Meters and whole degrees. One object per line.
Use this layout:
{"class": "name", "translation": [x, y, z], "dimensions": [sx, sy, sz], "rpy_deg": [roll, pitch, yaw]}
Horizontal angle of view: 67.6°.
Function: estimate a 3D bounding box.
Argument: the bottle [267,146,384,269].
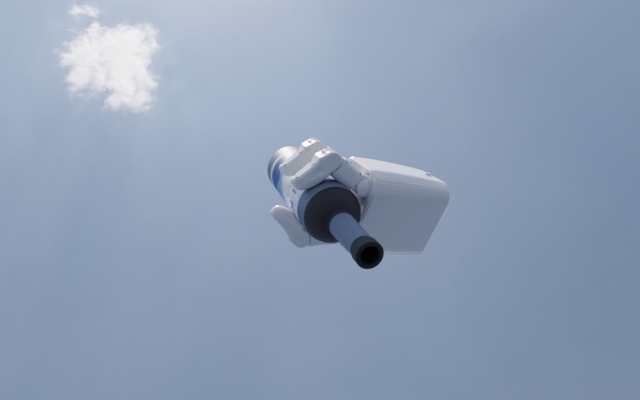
{"class": "bottle", "translation": [0.000, 0.002, 0.557], "dimensions": [0.069, 0.069, 0.295], "rpy_deg": [0, 19, -19]}
